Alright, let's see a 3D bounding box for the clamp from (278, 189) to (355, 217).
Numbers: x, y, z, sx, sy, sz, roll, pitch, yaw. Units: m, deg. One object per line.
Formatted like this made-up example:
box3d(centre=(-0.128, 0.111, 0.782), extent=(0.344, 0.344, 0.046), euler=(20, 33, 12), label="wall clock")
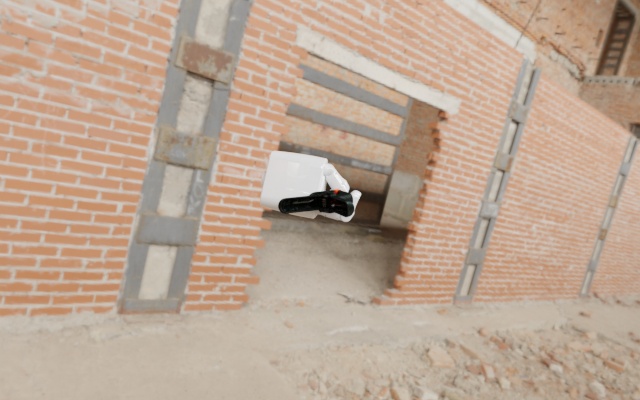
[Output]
box3d(centre=(0.000, 0.002, 0.802), extent=(0.120, 0.039, 0.171), euler=(8, 6, 6), label="clamp")
